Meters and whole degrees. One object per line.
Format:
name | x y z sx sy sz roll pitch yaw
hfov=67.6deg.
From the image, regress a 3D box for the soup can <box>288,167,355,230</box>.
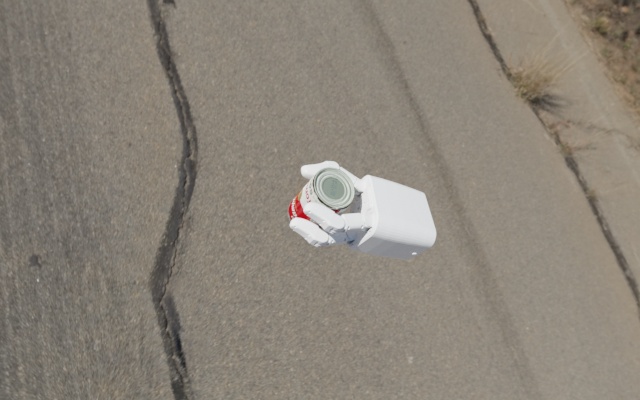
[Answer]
soup can | 0.000 0.002 0.716 0.068 0.068 0.102 0 -24 -26
